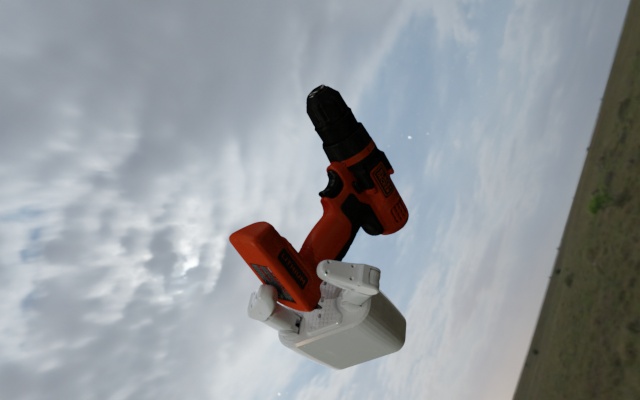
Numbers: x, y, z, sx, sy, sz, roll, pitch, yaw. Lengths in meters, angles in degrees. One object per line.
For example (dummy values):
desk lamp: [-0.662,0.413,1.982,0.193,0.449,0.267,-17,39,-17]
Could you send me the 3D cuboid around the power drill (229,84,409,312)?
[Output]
power drill: [0.000,0.002,0.482,0.187,0.184,0.057,-45,24,-27]
